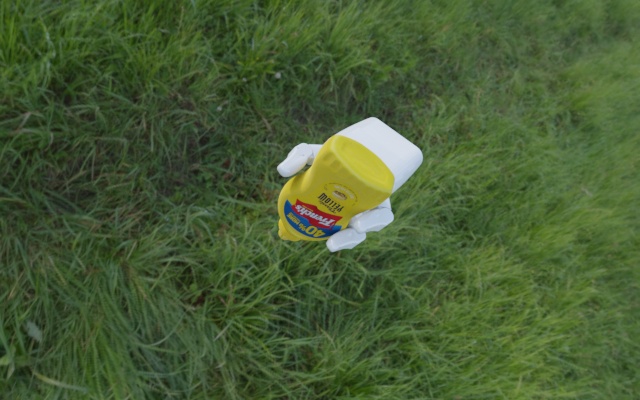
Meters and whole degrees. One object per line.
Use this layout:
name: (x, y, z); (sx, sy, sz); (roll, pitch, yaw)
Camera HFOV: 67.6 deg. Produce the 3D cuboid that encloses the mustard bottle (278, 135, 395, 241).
mustard bottle: (0.000, 0.002, 0.614); (0.096, 0.058, 0.192); (34, -44, -16)
